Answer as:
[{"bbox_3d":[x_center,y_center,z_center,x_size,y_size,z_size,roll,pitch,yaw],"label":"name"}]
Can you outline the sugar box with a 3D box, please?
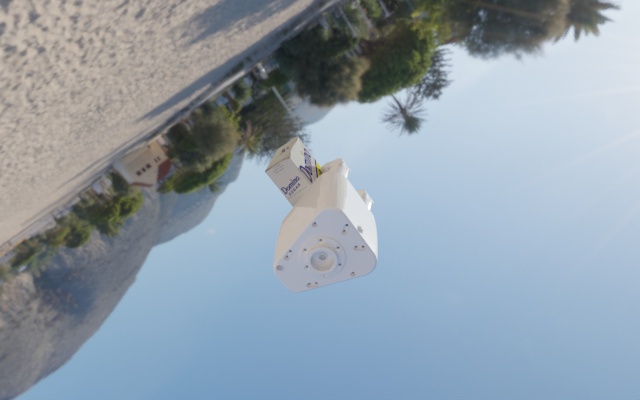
[{"bbox_3d":[0.001,0.002,0.658,0.048,0.176,0.093,-30,18,17],"label":"sugar box"}]
